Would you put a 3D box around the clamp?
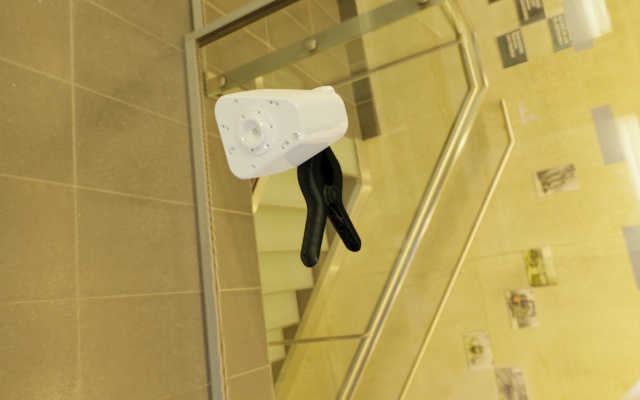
[{"bbox_3d":[0.001,0.002,0.618,0.039,0.171,0.120,-13,6,31],"label":"clamp"}]
